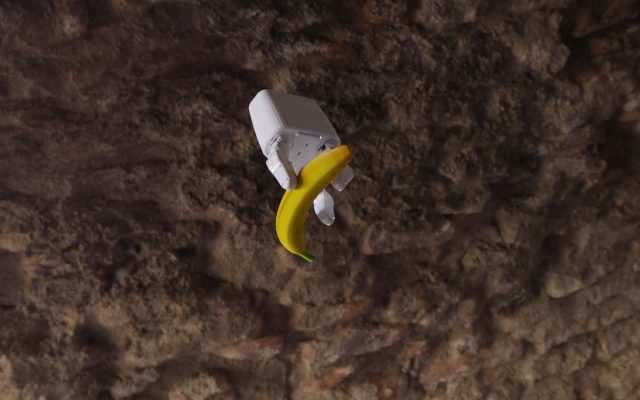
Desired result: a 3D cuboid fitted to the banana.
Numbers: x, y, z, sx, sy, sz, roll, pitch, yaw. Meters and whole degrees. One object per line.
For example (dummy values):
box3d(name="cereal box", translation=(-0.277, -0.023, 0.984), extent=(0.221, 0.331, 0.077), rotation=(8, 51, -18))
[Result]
box3d(name="banana", translation=(-0.018, 0.004, 0.630), extent=(0.069, 0.198, 0.037), rotation=(2, 41, -22))
